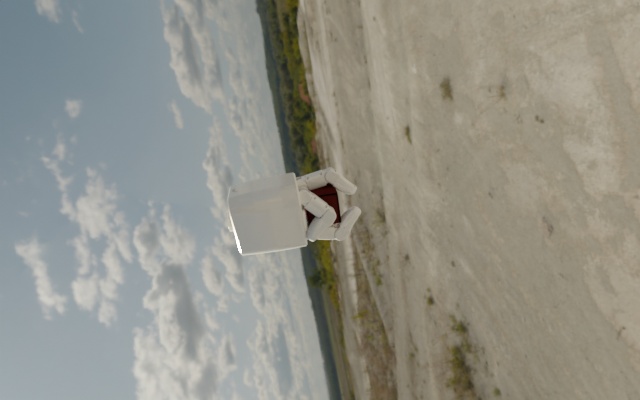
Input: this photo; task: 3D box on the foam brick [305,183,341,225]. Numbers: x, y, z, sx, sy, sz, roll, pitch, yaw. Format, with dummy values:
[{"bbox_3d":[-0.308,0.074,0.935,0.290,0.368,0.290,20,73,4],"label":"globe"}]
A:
[{"bbox_3d":[0.000,0.003,0.772,0.051,0.053,0.078,-10,20,-4],"label":"foam brick"}]
